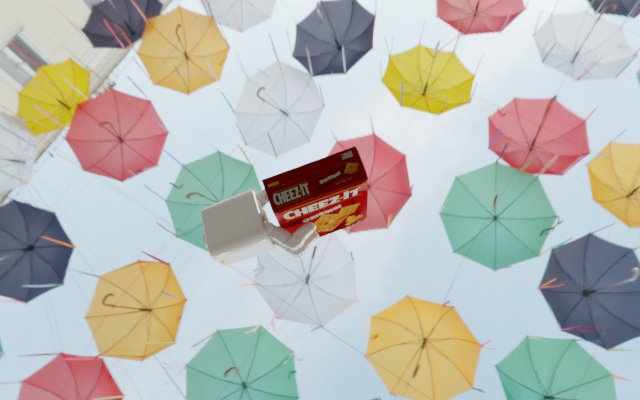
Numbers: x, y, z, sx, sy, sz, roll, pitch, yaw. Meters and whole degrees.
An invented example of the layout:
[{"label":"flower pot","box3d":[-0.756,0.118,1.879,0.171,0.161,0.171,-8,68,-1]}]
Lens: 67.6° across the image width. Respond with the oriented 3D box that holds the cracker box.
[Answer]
[{"label":"cracker box","box3d":[0.000,0.003,0.858,0.164,0.072,0.214,-21,-20,-3]}]
